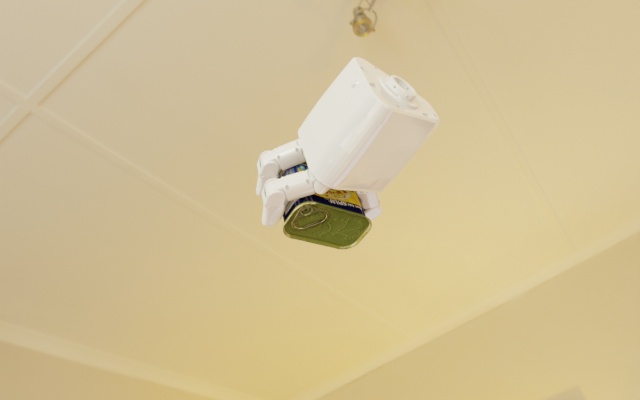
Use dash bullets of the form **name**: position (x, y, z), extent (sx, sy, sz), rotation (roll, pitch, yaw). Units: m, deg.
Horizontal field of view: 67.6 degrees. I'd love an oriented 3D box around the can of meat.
- **can of meat**: position (0.000, 0.002, 0.560), extent (0.102, 0.084, 0.057), rotation (15, -52, -30)
